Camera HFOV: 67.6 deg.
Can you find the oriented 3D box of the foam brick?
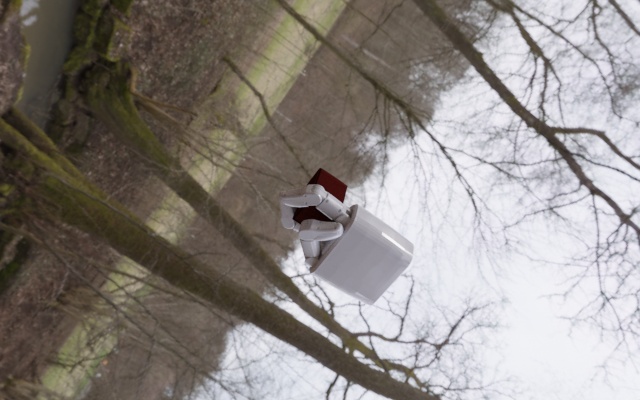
[{"bbox_3d":[0.000,0.002,0.700,0.051,0.078,0.053,31,-51,-11],"label":"foam brick"}]
